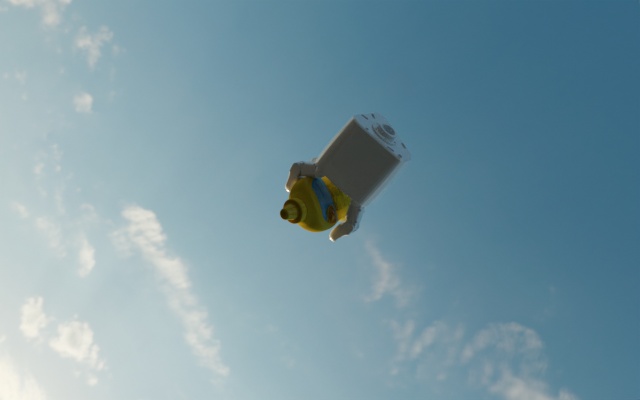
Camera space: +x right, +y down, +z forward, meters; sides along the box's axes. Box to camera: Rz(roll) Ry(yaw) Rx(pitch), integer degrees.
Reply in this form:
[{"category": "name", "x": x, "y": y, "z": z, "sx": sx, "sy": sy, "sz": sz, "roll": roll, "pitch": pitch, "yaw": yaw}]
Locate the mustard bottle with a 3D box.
[{"category": "mustard bottle", "x": 0.000, "y": 0.003, "z": 0.811, "sx": 0.058, "sy": 0.096, "sz": 0.191, "roll": -20, "pitch": -1, "yaw": 38}]
